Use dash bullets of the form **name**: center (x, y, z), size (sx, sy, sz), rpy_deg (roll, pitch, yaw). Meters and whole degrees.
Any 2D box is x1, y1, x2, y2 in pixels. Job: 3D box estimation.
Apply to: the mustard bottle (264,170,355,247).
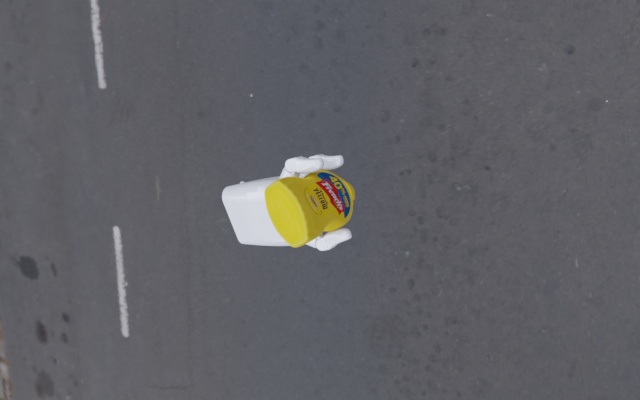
- **mustard bottle**: center (0.000, 0.002, 0.726), size (0.058, 0.096, 0.191), rpy_deg (-32, -7, 32)
